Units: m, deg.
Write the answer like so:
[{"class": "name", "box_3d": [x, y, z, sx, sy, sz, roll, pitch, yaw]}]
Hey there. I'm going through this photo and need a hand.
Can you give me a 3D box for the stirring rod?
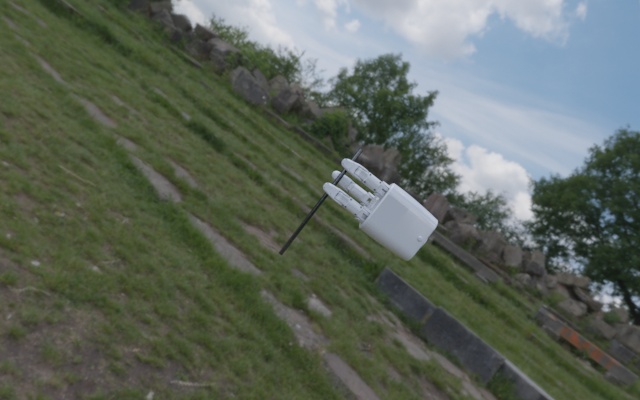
[{"class": "stirring rod", "box_3d": [0.000, 0.003, 0.869, 0.011, 0.239, 0.011, 38, 2, -1]}]
